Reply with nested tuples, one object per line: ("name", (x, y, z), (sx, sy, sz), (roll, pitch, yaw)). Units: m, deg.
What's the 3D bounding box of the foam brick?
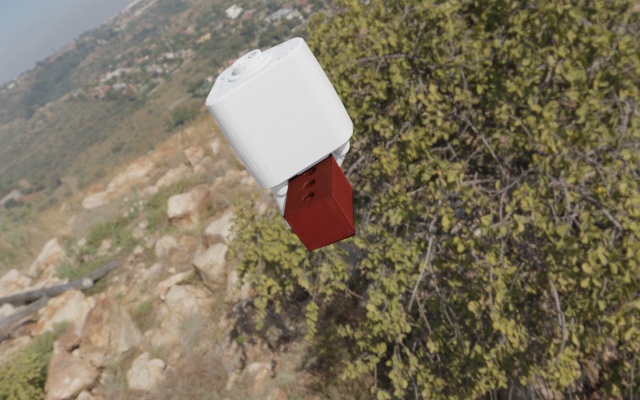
("foam brick", (0.000, 0.002, 0.476), (0.053, 0.051, 0.078), (-23, 32, 16))
